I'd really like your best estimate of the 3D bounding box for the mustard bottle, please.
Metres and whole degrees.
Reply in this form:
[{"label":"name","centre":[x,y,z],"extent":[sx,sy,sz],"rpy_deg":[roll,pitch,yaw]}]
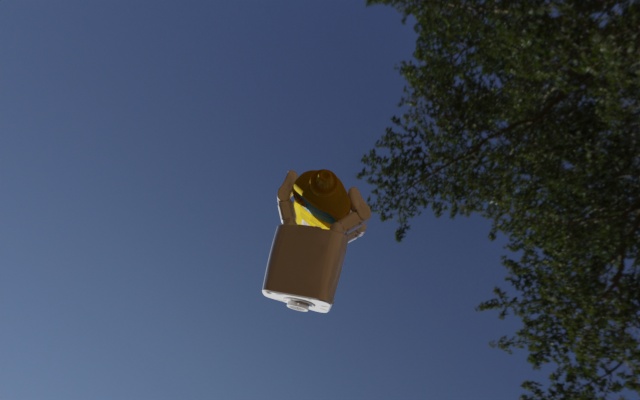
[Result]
[{"label":"mustard bottle","centre":[0.000,0.002,0.750],"extent":[0.096,0.058,0.192],"rpy_deg":[36,-20,11]}]
